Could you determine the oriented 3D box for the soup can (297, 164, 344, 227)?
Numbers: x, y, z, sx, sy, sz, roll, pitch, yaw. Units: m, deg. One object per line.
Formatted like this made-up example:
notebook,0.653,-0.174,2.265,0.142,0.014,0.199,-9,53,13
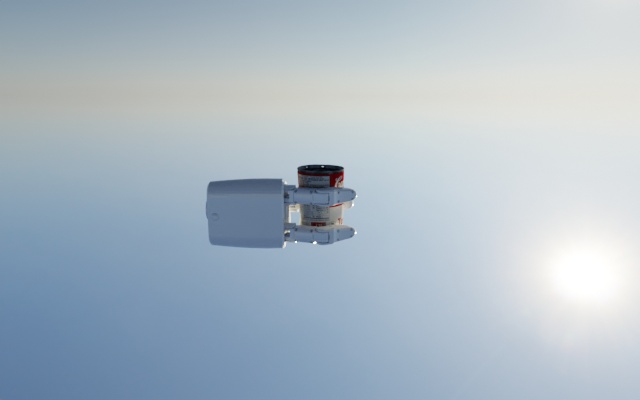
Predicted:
soup can,0.001,0.003,0.697,0.068,0.102,0.068,0,12,0
